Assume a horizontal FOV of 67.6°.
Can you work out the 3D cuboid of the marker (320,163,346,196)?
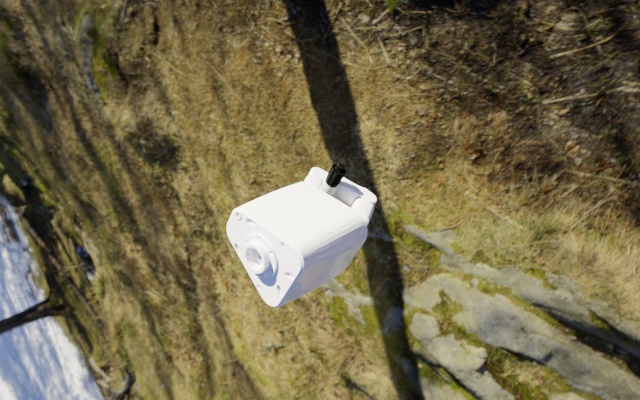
[{"bbox_3d":[0.000,0.002,0.584,0.020,0.020,0.121,0,-44,-33],"label":"marker"}]
